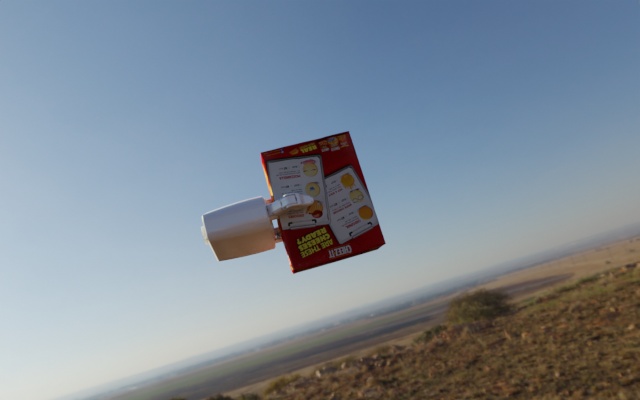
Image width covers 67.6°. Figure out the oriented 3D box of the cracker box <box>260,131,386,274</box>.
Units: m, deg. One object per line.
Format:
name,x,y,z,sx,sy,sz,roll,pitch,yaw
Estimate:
cracker box,0.000,0.003,0.838,0.164,0.213,0.072,-15,-13,-8
